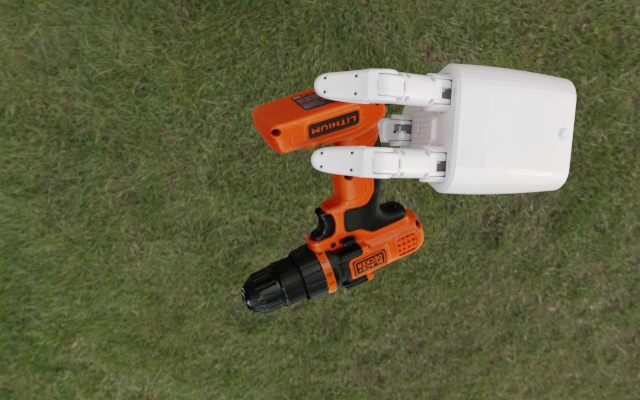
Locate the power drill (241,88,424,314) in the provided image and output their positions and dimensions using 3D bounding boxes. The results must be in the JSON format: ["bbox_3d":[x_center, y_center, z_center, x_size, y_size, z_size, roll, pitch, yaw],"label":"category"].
[{"bbox_3d":[0.000,0.001,0.419,0.184,0.188,0.057,-23,35,-15],"label":"power drill"}]
